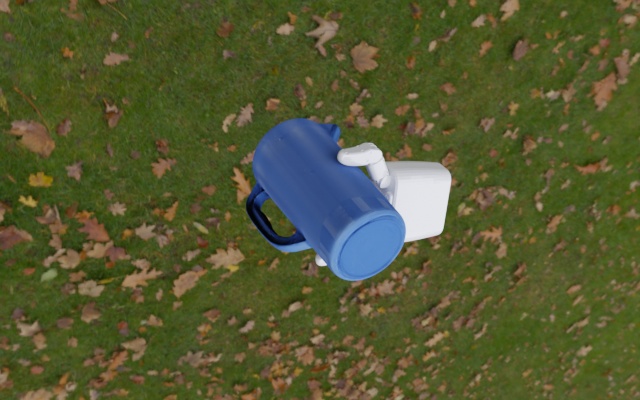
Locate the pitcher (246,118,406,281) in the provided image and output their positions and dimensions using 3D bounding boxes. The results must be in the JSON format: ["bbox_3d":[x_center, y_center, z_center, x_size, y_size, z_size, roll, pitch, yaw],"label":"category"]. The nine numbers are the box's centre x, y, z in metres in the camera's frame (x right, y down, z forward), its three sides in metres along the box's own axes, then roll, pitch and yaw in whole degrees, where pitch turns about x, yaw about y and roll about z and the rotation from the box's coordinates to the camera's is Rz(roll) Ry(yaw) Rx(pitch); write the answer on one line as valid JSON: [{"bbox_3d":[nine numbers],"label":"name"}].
[{"bbox_3d":[0.000,0.002,0.657,0.145,0.149,0.242,-4,34,-29],"label":"pitcher"}]
